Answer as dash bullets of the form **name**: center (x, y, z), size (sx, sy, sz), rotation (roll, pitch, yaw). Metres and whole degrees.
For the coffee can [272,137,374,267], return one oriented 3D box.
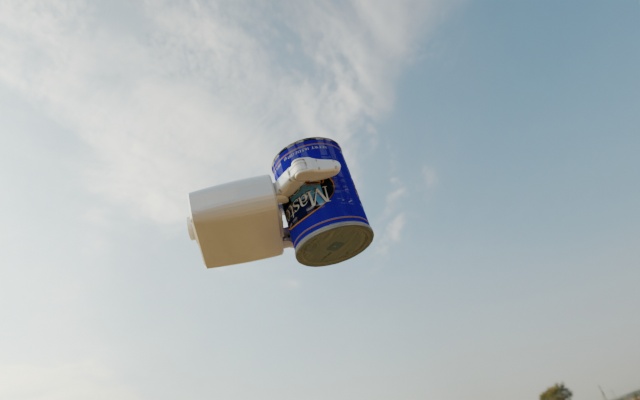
- **coffee can**: center (0.000, 0.002, 0.632), size (0.103, 0.140, 0.103), rotation (-13, -31, -8)
